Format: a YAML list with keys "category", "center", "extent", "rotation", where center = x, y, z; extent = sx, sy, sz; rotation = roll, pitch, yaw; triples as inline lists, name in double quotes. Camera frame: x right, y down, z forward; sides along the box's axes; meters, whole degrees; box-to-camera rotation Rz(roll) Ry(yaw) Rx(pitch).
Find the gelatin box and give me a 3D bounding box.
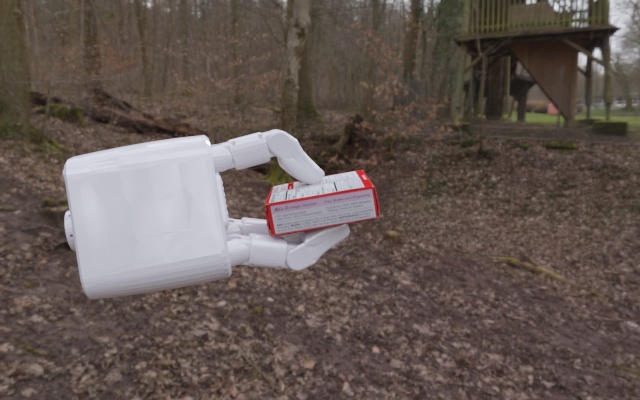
- category: "gelatin box"
  center: [0.000, 0.001, 0.404]
  extent: [0.089, 0.030, 0.073]
  rotation: [-11, 13, 0]
